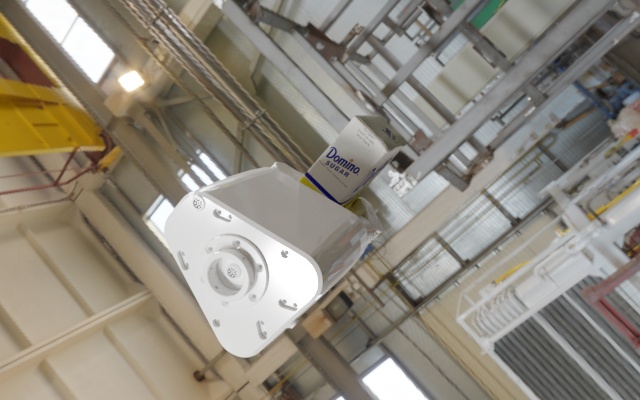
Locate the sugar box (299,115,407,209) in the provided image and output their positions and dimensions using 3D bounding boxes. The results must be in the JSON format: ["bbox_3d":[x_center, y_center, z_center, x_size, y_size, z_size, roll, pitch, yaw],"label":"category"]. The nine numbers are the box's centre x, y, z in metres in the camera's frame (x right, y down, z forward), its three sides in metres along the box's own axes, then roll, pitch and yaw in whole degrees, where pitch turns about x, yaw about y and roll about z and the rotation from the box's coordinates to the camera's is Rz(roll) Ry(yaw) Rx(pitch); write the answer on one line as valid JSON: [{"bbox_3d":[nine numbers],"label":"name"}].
[{"bbox_3d":[0.000,0.002,0.434,0.176,0.048,0.093,-46,-6,21],"label":"sugar box"}]
